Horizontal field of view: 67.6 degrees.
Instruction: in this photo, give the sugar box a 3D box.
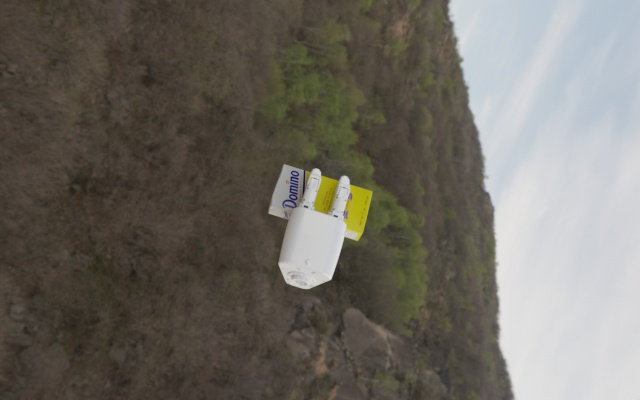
[{"bbox_3d":[0.000,0.003,0.889,0.176,0.093,0.048,18,-28,-4],"label":"sugar box"}]
